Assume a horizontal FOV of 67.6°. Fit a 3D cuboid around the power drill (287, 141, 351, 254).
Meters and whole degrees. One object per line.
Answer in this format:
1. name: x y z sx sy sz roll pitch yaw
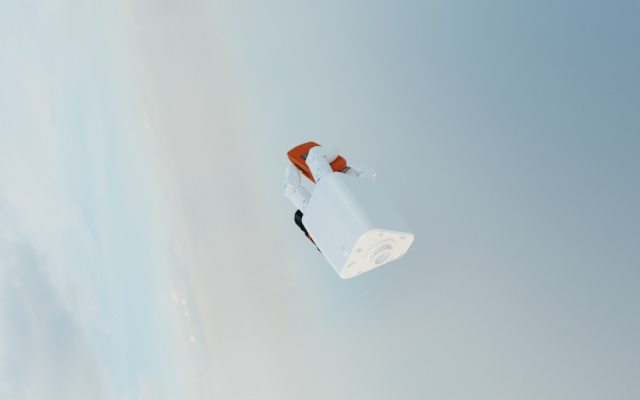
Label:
1. power drill: 0.000 0.002 0.773 0.057 0.188 0.184 -30 37 -23
